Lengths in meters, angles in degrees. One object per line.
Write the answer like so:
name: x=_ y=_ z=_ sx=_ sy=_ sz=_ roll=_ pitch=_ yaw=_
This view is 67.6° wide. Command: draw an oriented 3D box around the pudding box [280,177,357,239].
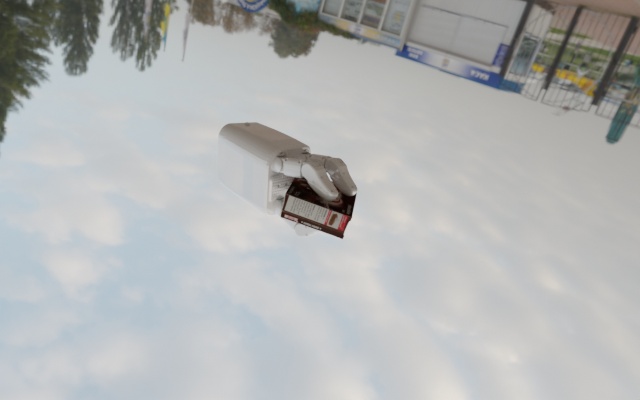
pudding box: x=0.000 y=0.002 z=0.650 sx=0.090 sy=0.039 sz=0.113 roll=19 pitch=23 yaw=1
